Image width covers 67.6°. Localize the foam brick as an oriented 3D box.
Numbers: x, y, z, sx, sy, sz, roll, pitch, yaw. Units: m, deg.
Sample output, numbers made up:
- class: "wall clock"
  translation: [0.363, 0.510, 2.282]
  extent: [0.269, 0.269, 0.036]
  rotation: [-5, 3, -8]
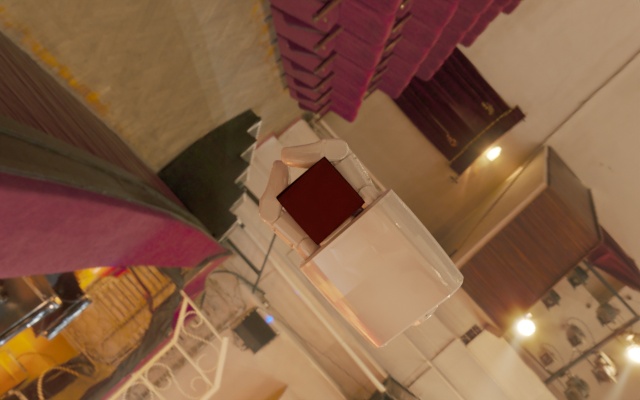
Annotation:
- class: "foam brick"
  translation: [0.000, 0.001, 0.412]
  extent: [0.053, 0.051, 0.078]
  rotation: [-41, -1, -1]
